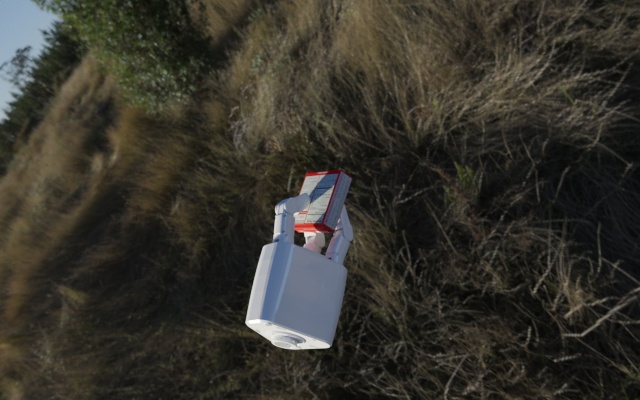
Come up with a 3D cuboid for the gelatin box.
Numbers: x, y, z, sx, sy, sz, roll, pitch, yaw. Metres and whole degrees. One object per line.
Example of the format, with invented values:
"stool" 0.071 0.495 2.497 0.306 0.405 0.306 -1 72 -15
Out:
"gelatin box" 0.000 0.002 0.682 0.030 0.089 0.073 32 -22 -37
